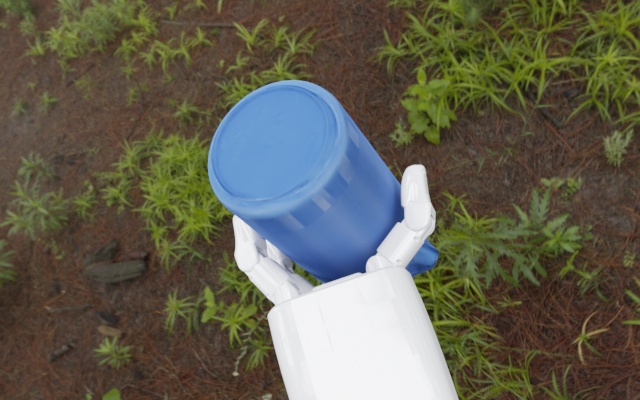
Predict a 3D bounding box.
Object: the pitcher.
[{"bbox_3d":[0.000,0.002,0.431,0.149,0.145,0.243,-26,-30,11],"label":"pitcher"}]
